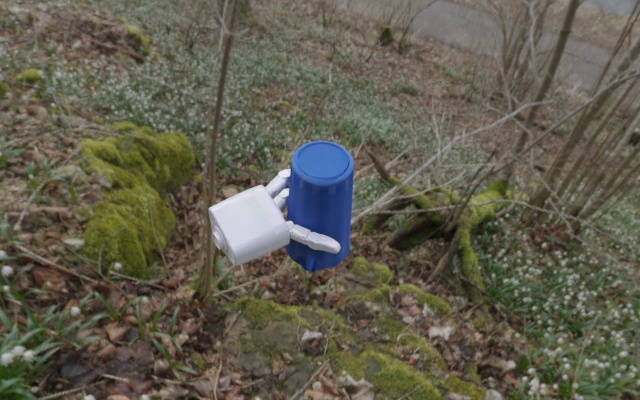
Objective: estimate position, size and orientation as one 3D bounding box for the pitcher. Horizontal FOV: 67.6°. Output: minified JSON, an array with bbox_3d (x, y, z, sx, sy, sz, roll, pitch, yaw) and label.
[{"bbox_3d":[0.000,0.003,0.897,0.145,0.243,0.149,-24,54,-23],"label":"pitcher"}]
